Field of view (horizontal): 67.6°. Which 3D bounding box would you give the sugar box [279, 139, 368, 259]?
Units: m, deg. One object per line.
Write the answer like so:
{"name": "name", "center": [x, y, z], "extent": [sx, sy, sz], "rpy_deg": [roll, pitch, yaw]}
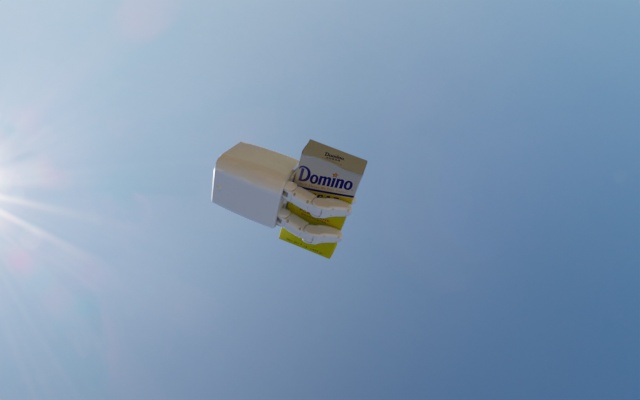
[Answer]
{"name": "sugar box", "center": [0.000, 0.003, 0.725], "extent": [0.093, 0.176, 0.048], "rpy_deg": [21, 41, 5]}
